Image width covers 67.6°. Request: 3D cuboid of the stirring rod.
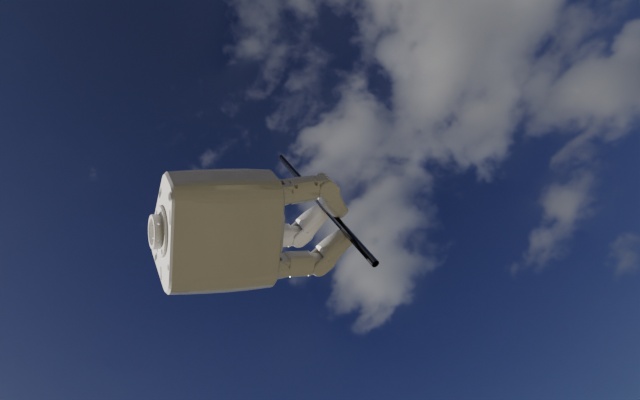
[{"bbox_3d":[0.000,0.002,0.549,0.011,0.011,0.239,0,30,-31],"label":"stirring rod"}]
